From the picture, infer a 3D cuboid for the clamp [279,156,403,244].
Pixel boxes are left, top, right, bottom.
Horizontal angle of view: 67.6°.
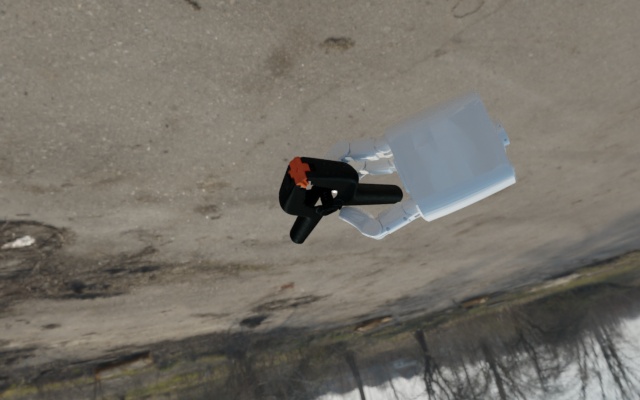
[{"bbox_3d":[0.000,0.002,0.573,0.164,0.036,0.210,-27,-22,16],"label":"clamp"}]
